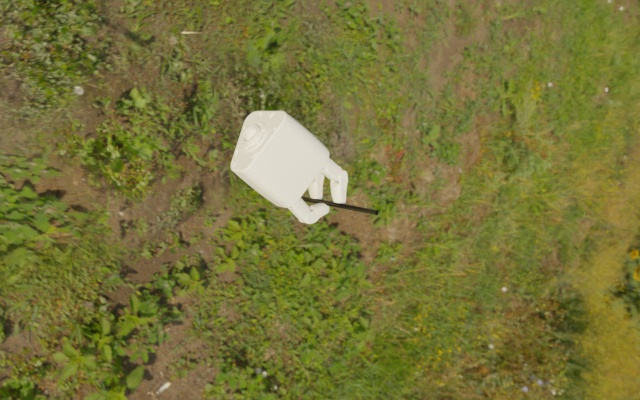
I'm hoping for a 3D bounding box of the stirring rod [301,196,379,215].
[{"bbox_3d":[0.000,0.003,0.803,0.239,0.011,0.011,10,7,44],"label":"stirring rod"}]
